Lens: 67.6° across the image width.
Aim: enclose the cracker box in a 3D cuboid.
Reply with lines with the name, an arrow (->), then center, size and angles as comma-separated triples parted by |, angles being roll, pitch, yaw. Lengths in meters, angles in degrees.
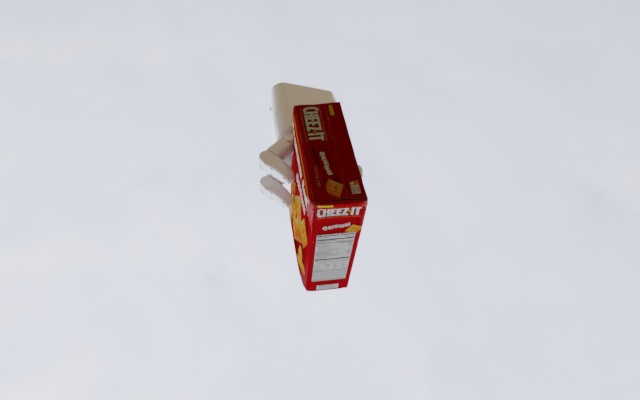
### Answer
cracker box -> 0.000, 0.002, 0.649 | 0.072, 0.164, 0.214 | -6, -36, -9
